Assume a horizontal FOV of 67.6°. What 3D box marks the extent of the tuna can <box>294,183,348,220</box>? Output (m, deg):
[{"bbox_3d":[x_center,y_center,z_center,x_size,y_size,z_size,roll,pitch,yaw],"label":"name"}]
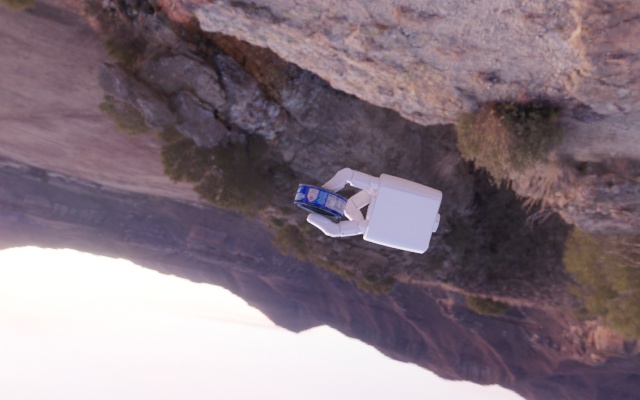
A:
[{"bbox_3d":[0.000,0.003,0.795,0.086,0.033,0.086,18,-9,3],"label":"tuna can"}]
